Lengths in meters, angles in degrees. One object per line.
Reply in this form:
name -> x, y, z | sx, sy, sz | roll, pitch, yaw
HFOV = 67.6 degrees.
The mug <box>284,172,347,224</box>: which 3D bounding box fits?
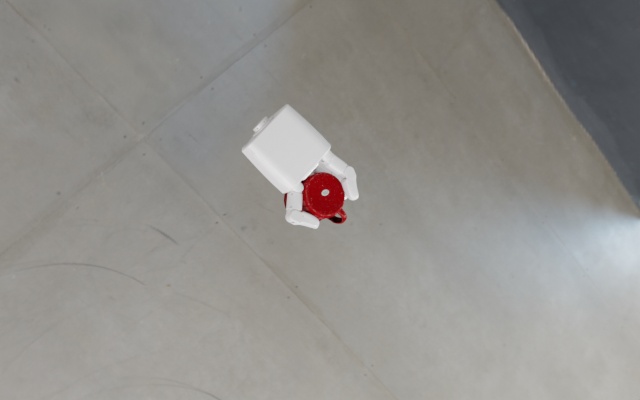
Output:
mug -> 0.001, 0.004, 0.868 | 0.117, 0.093, 0.081 | 43, -24, -14
